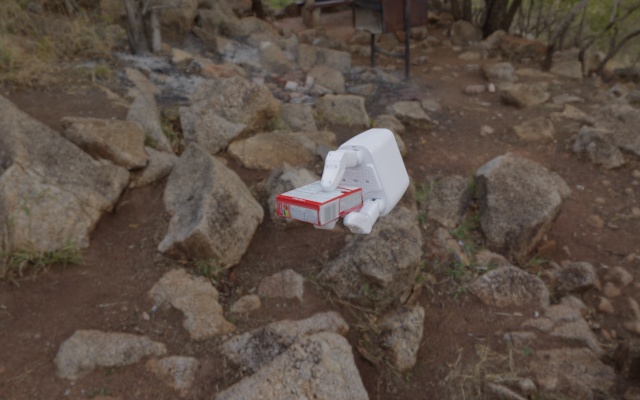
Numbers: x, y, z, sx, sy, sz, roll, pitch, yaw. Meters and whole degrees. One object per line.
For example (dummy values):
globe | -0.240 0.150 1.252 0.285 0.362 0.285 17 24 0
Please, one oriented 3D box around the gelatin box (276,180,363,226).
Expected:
gelatin box | 0.000 0.002 0.608 0.073 0.030 0.089 12 22 39
